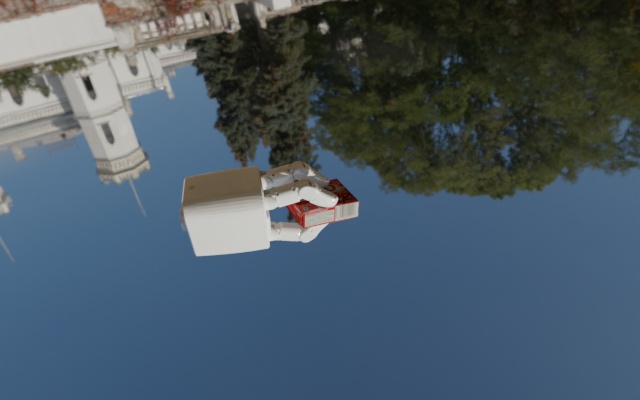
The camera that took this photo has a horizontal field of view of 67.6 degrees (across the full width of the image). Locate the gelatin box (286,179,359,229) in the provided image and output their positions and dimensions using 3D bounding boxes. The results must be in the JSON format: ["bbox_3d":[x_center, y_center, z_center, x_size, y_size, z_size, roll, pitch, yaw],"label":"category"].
[{"bbox_3d":[0.000,0.003,0.688,0.089,0.030,0.073,-11,33,-21],"label":"gelatin box"}]
